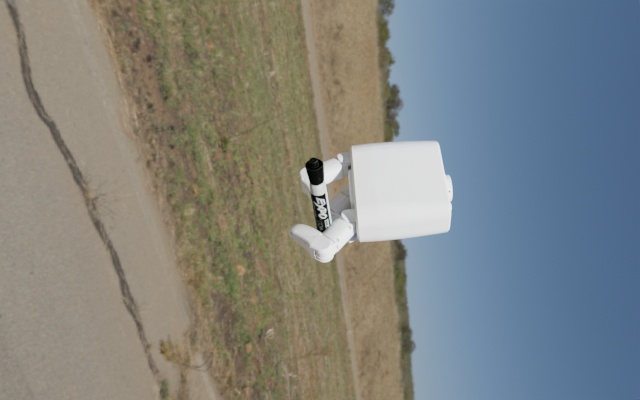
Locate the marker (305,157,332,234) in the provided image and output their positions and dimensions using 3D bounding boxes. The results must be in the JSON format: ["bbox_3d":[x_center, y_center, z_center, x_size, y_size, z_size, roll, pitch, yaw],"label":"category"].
[{"bbox_3d":[0.000,0.002,0.516,0.020,0.020,0.121,0,-44,9],"label":"marker"}]
